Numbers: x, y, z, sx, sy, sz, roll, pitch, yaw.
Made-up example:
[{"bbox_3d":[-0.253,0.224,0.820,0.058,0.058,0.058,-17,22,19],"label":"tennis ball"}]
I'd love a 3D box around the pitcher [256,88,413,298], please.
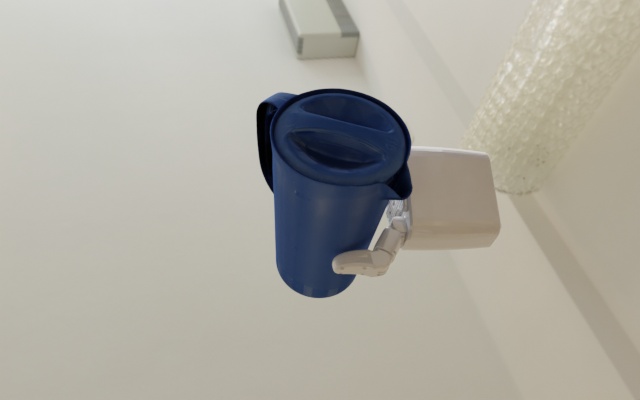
[{"bbox_3d":[0.000,0.002,0.537,0.145,0.149,0.243,0,-39,-8],"label":"pitcher"}]
